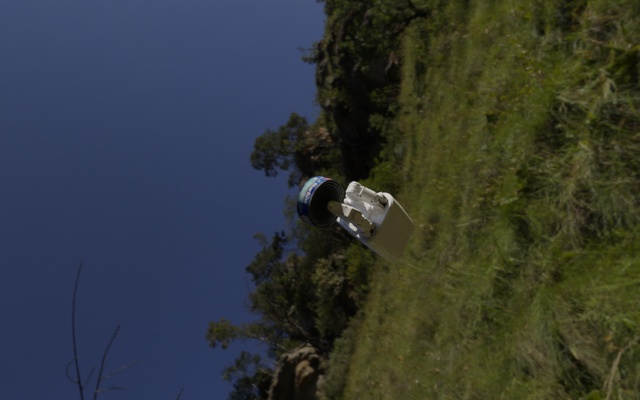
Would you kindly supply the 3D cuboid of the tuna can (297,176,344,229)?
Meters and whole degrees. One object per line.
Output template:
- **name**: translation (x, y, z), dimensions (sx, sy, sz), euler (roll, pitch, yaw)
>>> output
- **tuna can**: translation (0.000, 0.002, 0.813), dimensions (0.033, 0.086, 0.086), euler (19, 12, 41)
